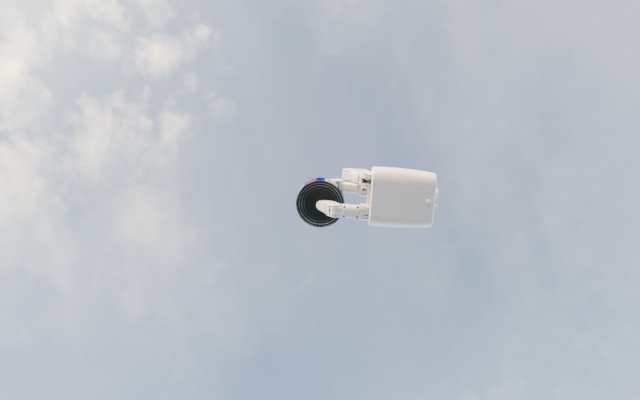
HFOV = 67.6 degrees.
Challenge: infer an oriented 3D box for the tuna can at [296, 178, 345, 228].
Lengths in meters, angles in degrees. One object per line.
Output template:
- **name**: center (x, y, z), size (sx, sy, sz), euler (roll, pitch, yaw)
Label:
- **tuna can**: center (0.000, 0.003, 0.856), size (0.086, 0.086, 0.033), euler (0, 14, 2)
